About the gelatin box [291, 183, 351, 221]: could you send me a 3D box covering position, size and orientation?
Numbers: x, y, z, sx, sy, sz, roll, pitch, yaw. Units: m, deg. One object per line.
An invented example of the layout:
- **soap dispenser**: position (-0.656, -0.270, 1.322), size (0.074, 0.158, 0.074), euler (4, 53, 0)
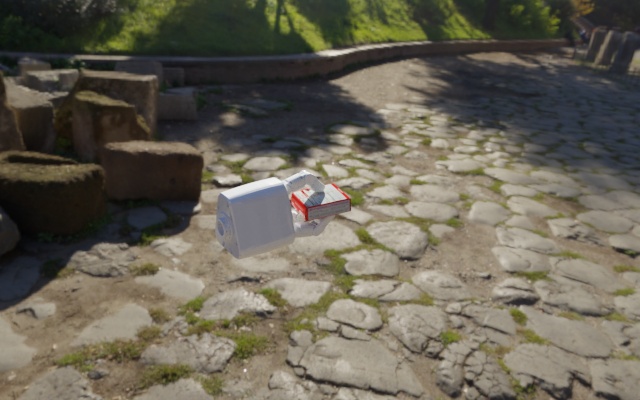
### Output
- **gelatin box**: position (0.000, 0.002, 0.863), size (0.089, 0.030, 0.073), euler (-13, 28, -20)
